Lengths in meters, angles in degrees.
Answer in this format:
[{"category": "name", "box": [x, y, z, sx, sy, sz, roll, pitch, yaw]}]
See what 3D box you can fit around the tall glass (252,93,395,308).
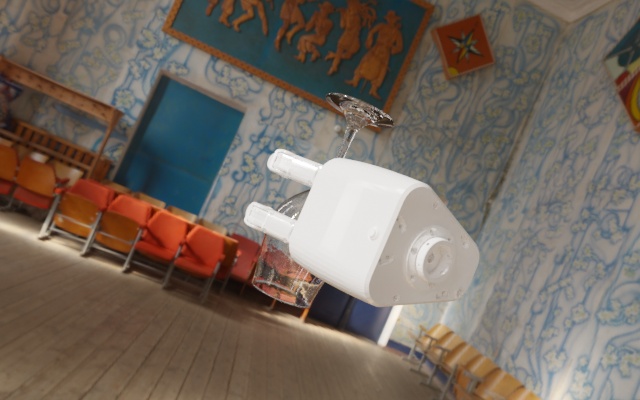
[{"category": "tall glass", "box": [0.000, 0.001, 0.472, 0.079, 0.201, 0.079, 24, -1, 1]}]
